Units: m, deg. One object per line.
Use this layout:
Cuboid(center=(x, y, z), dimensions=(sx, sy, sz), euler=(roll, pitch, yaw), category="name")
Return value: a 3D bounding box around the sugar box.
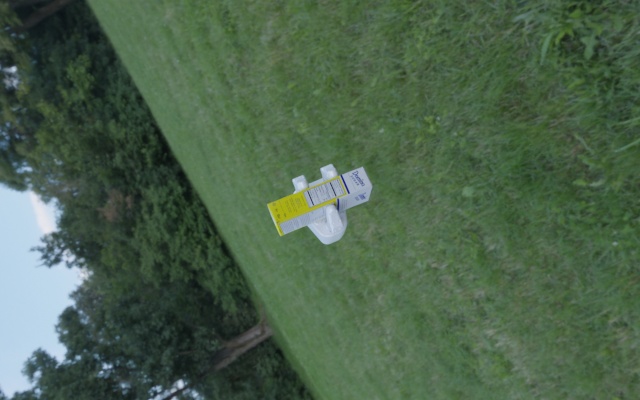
Cuboid(center=(0.000, 0.002, 0.837), dimensions=(0.176, 0.048, 0.093), euler=(-24, -15, -6), category="sugar box")
